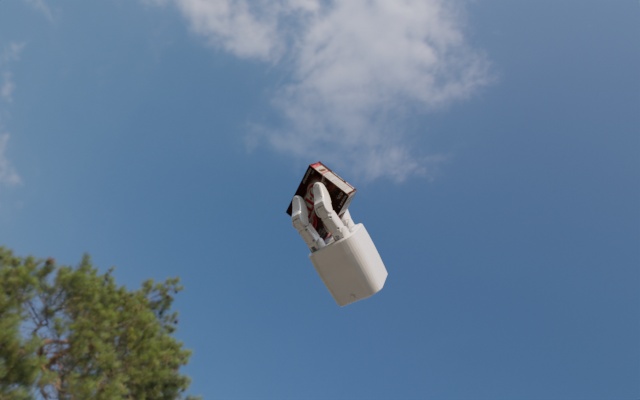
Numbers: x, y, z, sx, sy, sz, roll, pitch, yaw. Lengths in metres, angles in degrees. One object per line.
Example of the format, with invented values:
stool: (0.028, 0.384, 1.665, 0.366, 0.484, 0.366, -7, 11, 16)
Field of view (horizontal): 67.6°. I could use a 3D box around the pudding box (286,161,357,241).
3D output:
pudding box: (0.000, 0.003, 0.834, 0.090, 0.113, 0.039, 38, 30, 16)
